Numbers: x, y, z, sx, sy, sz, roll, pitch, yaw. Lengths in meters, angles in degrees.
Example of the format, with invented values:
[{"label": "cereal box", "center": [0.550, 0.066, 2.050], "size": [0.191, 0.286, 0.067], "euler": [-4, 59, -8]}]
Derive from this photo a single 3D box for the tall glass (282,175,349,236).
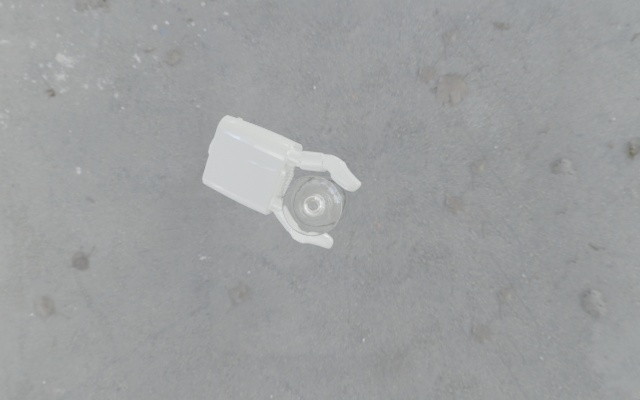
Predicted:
[{"label": "tall glass", "center": [0.000, 0.002, 0.680], "size": [0.079, 0.079, 0.201], "euler": [0, 2, 7]}]
